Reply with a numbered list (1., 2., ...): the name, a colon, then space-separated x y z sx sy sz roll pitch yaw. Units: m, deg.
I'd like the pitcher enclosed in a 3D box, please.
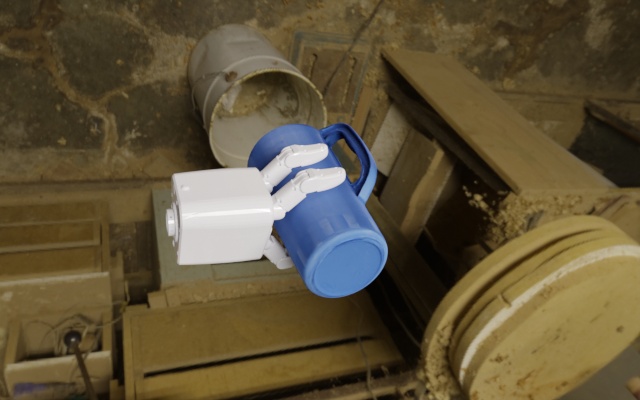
1. pitcher: 0.000 0.002 0.640 0.145 0.149 0.242 -4 37 -22
